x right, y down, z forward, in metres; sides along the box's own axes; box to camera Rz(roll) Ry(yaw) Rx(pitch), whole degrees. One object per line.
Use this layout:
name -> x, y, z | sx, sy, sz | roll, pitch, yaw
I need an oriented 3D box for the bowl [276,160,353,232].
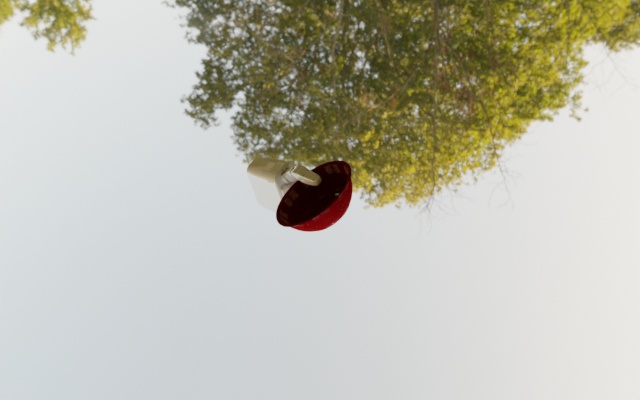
bowl -> 0.001, 0.003, 0.850 | 0.162, 0.162, 0.055 | 0, -43, 51
